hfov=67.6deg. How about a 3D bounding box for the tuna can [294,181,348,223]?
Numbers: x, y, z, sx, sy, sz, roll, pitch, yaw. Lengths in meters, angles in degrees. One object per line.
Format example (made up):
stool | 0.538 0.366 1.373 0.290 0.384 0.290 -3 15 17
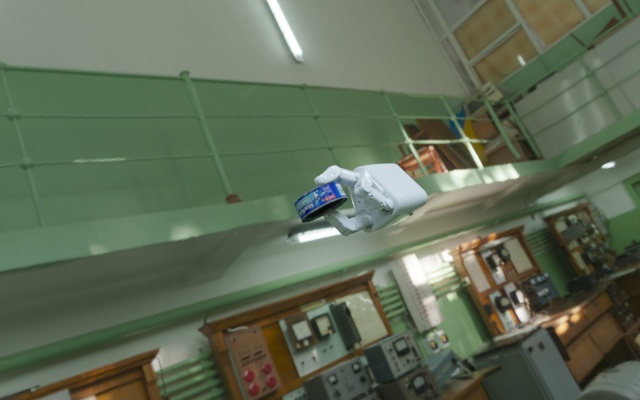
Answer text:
tuna can | 0.000 0.002 0.796 0.086 0.033 0.086 -27 -11 -6
